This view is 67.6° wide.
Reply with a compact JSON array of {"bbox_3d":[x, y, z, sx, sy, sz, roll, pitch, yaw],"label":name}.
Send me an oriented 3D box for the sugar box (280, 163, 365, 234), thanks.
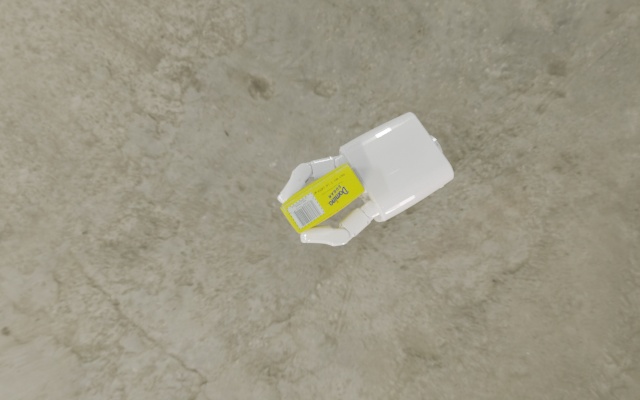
[{"bbox_3d":[0.001,0.002,0.622,0.093,0.048,0.176,-32,-4,-2],"label":"sugar box"}]
